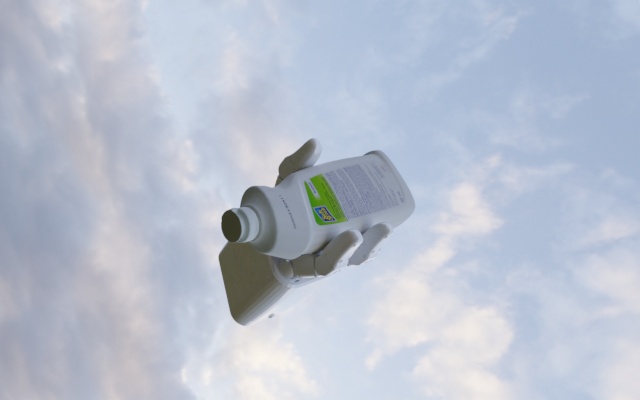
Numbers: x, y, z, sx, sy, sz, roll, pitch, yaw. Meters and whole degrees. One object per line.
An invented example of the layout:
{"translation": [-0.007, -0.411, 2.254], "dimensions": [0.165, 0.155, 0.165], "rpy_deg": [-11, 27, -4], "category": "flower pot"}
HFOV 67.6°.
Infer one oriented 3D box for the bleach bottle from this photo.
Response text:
{"translation": [0.000, 0.002, 0.506], "dimensions": [0.251, 0.102, 0.068], "rpy_deg": [-10, -28, -49], "category": "bleach bottle"}
